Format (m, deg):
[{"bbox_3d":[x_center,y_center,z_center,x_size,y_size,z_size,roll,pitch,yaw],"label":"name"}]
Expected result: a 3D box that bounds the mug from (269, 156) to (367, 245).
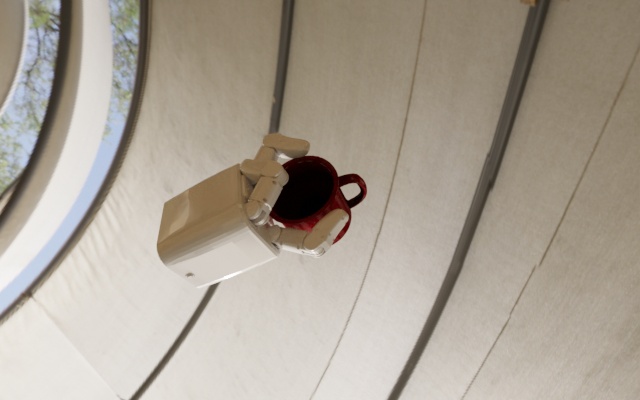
[{"bbox_3d":[0.001,0.001,0.575,0.117,0.093,0.081,-23,-37,7],"label":"mug"}]
